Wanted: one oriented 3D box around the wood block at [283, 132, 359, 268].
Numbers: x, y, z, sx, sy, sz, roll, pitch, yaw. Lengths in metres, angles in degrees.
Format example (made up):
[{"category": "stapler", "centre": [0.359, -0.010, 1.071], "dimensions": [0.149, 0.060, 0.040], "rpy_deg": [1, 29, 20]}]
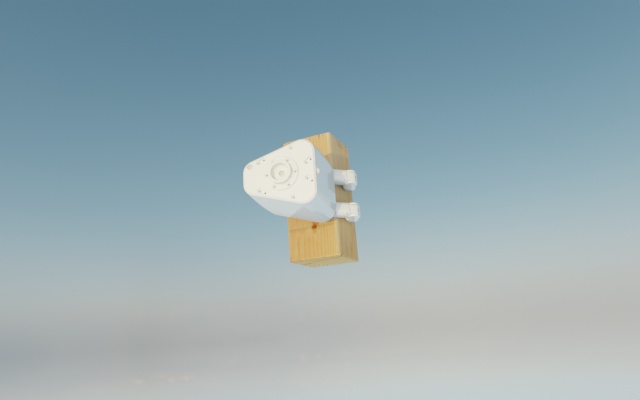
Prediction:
[{"category": "wood block", "centre": [0.000, 0.003, 0.814], "dimensions": [0.091, 0.206, 0.090], "rpy_deg": [-11, -17, 23]}]
